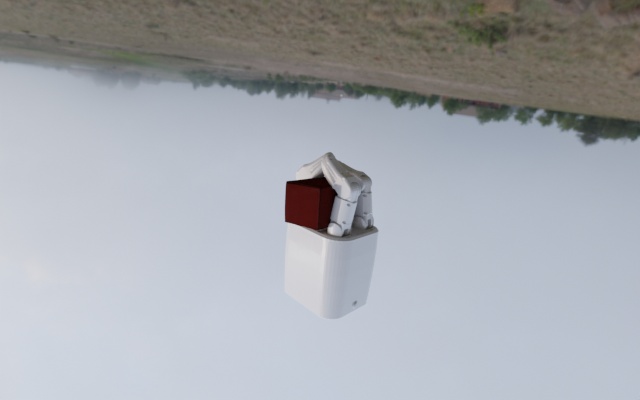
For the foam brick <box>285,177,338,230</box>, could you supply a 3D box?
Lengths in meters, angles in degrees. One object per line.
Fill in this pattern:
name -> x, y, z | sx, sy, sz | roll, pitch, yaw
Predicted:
foam brick -> 0.000, 0.002, 0.586 | 0.053, 0.051, 0.078 | 13, 14, 35
